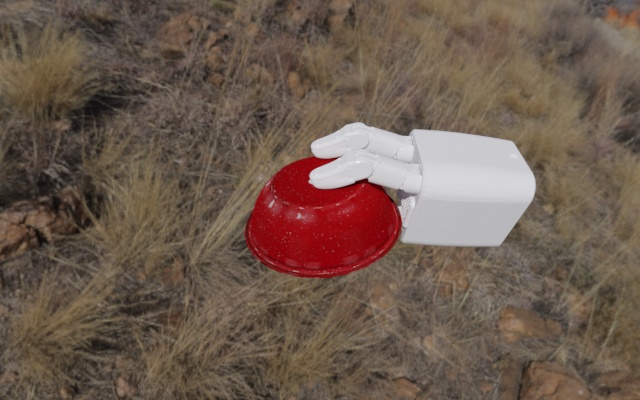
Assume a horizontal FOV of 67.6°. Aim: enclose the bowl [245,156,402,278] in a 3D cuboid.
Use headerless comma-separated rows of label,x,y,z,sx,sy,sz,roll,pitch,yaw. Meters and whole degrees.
bowl,-0.001,0.001,0.476,0.162,0.055,0.162,-4,36,3
